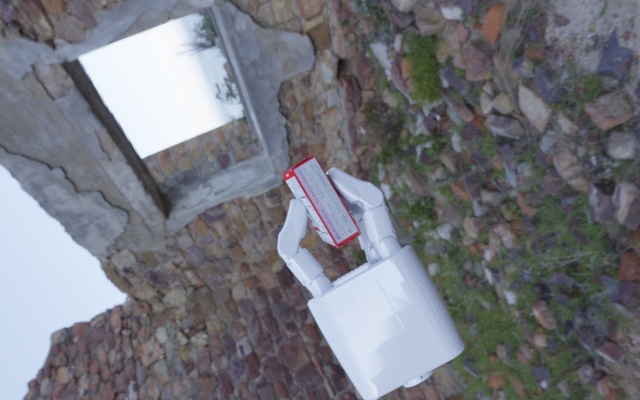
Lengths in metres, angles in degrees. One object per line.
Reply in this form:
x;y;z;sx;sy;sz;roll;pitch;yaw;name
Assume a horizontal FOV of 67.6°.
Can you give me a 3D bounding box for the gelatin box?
0.000;0.002;0.476;0.030;0.089;0.073;-33;5;-9;gelatin box
